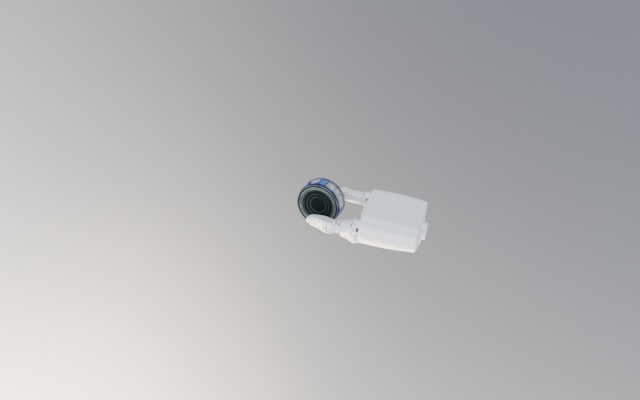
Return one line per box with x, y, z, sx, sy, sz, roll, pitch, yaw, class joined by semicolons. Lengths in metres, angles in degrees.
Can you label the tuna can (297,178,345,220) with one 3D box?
0.000;0.003;0.898;0.086;0.086;0.033;0;24;25;tuna can
